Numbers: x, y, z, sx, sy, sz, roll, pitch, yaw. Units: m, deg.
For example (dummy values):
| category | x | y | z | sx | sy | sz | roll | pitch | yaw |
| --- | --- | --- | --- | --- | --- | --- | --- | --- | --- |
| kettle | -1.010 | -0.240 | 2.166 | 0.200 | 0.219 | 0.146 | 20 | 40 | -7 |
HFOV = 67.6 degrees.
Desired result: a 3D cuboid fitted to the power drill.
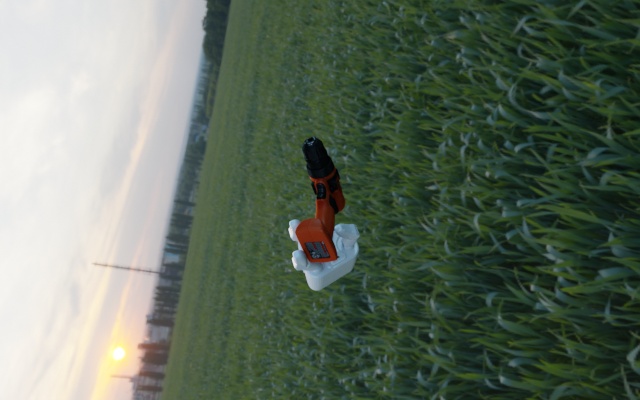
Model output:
| category | x | y | z | sx | sy | sz | roll | pitch | yaw |
| --- | --- | --- | --- | --- | --- | --- | --- | --- | --- |
| power drill | 0.000 | 0.003 | 0.868 | 0.057 | 0.187 | 0.185 | -7 | -44 | 18 |
